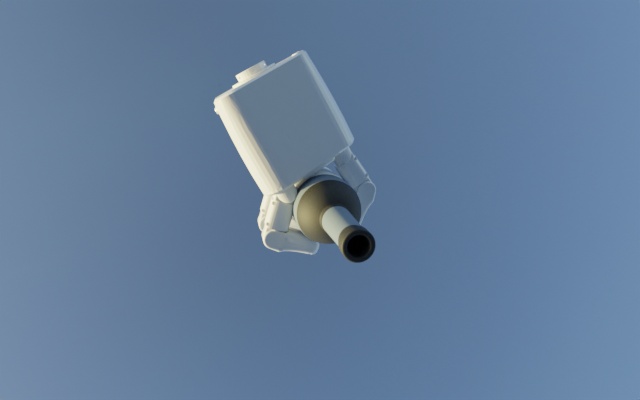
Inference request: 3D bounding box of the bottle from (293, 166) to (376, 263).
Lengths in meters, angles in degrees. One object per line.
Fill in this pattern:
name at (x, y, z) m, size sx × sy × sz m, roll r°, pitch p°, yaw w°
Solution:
bottle at (0.000, 0.002, 0.507) m, size 0.069 × 0.069 × 0.295 m, roll 0°, pitch 13°, yaw -12°
